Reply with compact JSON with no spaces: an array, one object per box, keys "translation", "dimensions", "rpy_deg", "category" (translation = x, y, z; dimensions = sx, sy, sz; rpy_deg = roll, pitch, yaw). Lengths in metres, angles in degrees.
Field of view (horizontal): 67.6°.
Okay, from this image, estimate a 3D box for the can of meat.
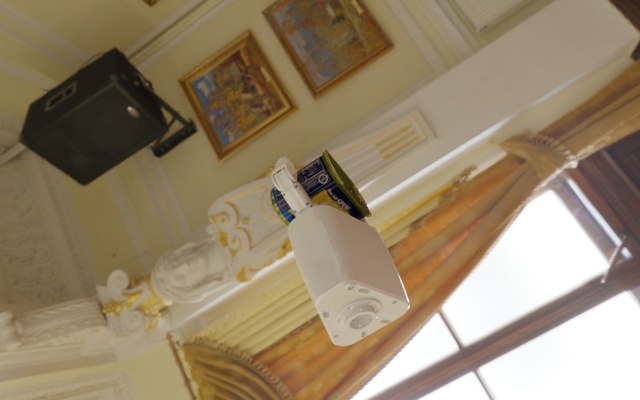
[{"translation":[0.000,0.002,0.574],"dimensions":[0.084,0.057,0.102],"rpy_deg":[-33,-44,10],"category":"can of meat"}]
